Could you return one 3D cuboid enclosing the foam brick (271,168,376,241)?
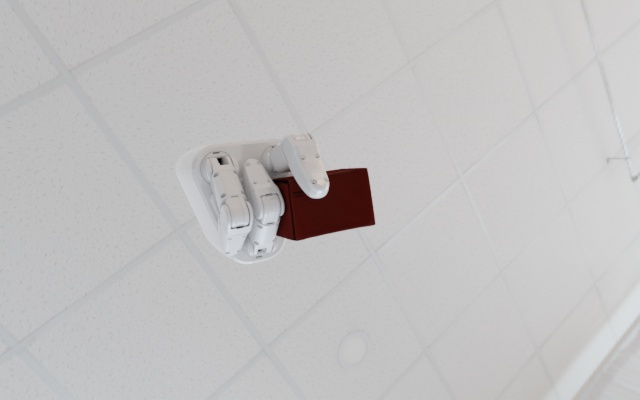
[{"bbox_3d":[0.000,0.001,0.421,0.078,0.053,0.051,-9,6,-25],"label":"foam brick"}]
